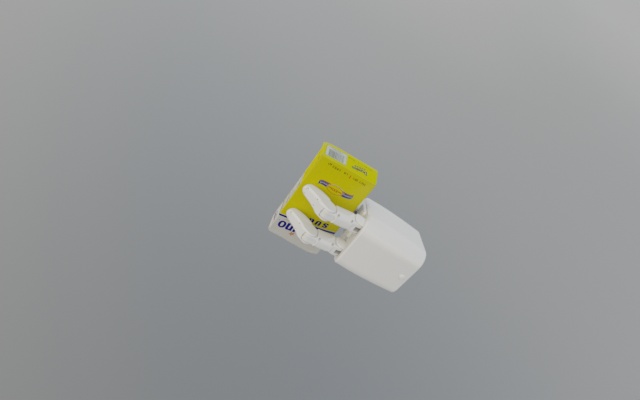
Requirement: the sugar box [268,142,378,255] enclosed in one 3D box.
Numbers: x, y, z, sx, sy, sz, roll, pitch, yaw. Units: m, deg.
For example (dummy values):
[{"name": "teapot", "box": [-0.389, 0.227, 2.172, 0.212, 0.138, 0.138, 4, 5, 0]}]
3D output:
[{"name": "sugar box", "box": [0.000, 0.003, 0.731, 0.093, 0.176, 0.048, 29, 34, -10]}]
